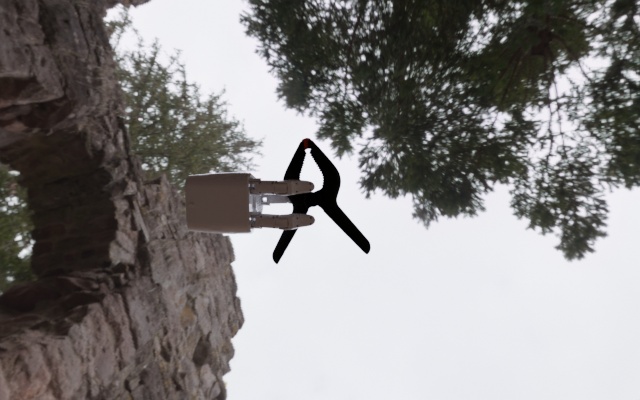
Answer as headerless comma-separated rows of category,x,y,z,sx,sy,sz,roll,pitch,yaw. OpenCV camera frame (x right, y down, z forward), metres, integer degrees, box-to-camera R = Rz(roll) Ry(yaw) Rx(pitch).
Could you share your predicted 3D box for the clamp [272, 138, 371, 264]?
clamp,0.000,0.002,0.784,0.164,0.210,0.036,0,8,3
